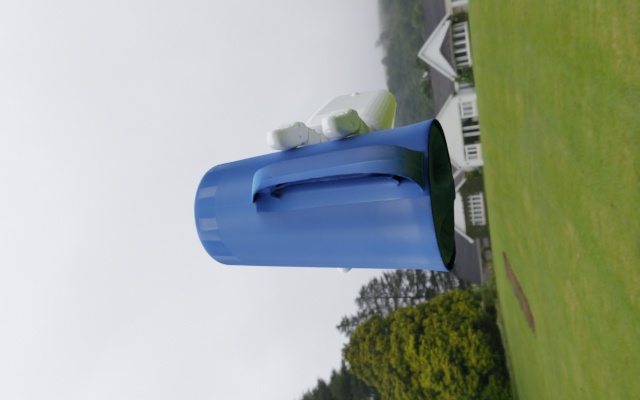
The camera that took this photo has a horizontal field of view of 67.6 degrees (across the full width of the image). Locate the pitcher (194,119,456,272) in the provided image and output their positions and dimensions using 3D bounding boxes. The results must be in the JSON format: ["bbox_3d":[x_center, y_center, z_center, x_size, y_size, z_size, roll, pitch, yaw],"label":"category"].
[{"bbox_3d":[0.000,0.001,0.453,0.243,0.149,0.145,-6,29,23],"label":"pitcher"}]
